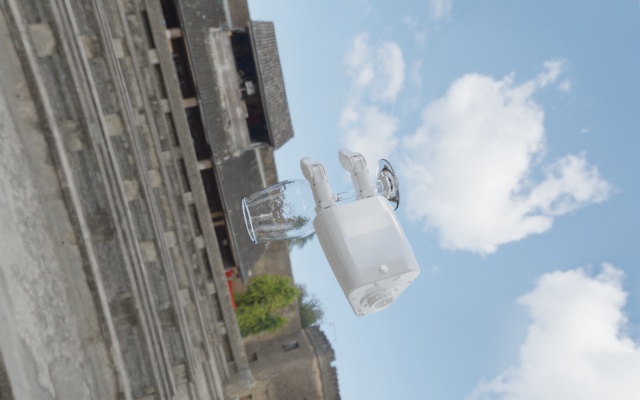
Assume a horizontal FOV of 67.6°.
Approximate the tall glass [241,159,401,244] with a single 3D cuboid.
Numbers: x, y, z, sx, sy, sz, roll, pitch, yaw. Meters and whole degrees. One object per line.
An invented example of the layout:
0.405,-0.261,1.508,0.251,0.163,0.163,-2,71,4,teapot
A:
0.001,0.002,0.635,0.201,0.079,0.079,-14,3,-14,tall glass
